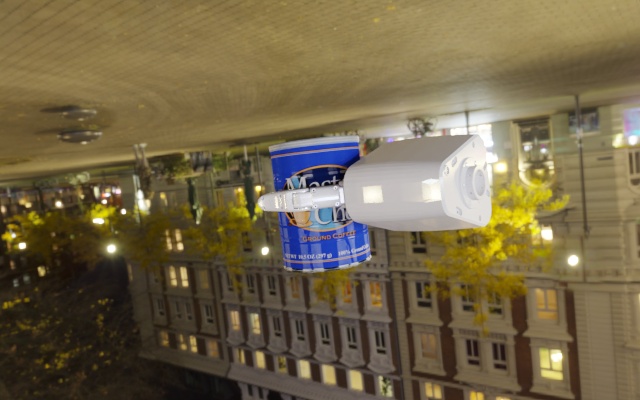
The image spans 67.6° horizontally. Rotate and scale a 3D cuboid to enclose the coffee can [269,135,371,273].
[{"bbox_3d":[0.000,0.002,0.546,0.103,0.140,0.103,-7,4,0],"label":"coffee can"}]
